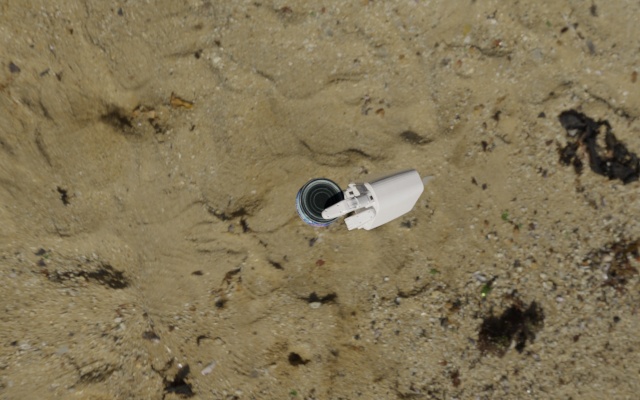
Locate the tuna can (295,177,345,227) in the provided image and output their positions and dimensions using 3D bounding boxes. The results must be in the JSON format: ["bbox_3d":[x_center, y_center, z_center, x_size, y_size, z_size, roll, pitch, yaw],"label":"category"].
[{"bbox_3d":[0.000,0.003,0.852,0.086,0.086,0.034,0,-10,-14],"label":"tuna can"}]
